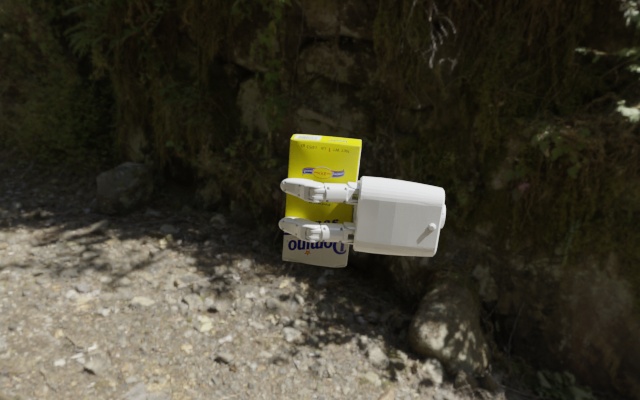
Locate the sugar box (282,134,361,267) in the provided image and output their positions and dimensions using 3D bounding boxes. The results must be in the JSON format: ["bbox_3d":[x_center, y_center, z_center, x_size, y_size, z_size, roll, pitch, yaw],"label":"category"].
[{"bbox_3d":[0.000,0.002,0.649,0.093,0.176,0.048,6,18,4],"label":"sugar box"}]
